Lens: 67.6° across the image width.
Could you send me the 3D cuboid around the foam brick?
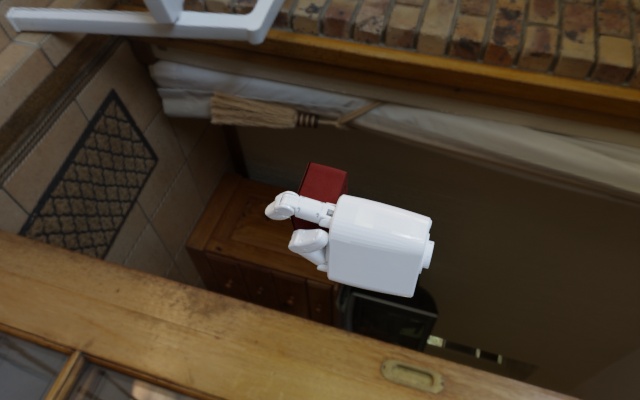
[{"bbox_3d":[0.000,0.002,0.595,0.051,0.078,0.053,13,-27,12],"label":"foam brick"}]
